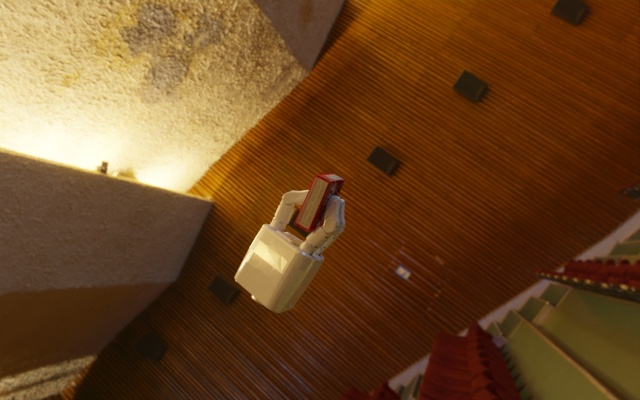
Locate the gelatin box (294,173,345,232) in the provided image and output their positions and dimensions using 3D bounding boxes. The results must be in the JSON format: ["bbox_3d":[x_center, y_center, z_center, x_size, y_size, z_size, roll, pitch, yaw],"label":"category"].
[{"bbox_3d":[0.000,0.002,0.765,0.030,0.089,0.073,27,14,17],"label":"gelatin box"}]
